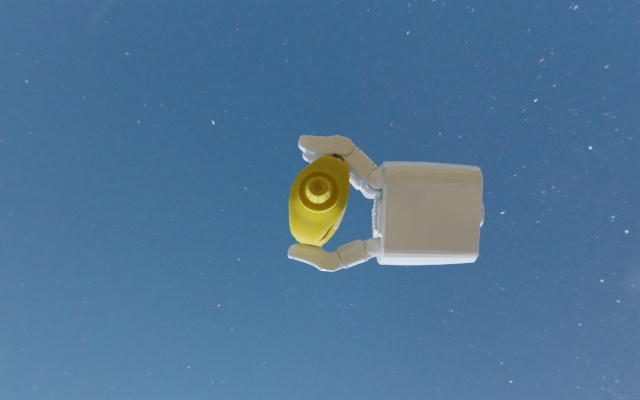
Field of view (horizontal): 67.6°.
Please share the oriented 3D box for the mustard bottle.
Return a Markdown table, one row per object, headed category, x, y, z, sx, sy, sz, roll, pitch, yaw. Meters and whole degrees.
| category | x | y | z | sx | sy | sz | roll | pitch | yaw |
| --- | --- | --- | --- | --- | --- | --- | --- | --- | --- |
| mustard bottle | 0.000 | 0.002 | 0.530 | 0.058 | 0.096 | 0.191 | 25 | -7 | 4 |
